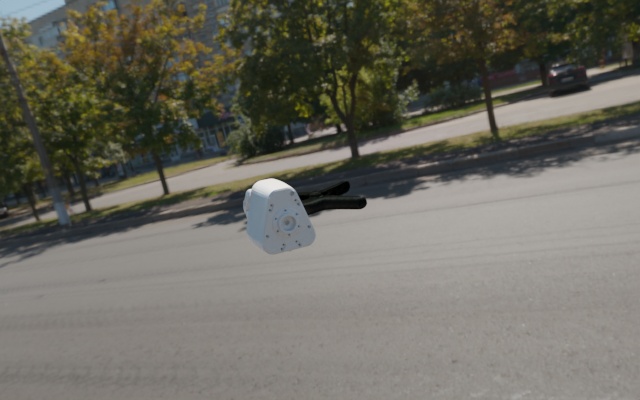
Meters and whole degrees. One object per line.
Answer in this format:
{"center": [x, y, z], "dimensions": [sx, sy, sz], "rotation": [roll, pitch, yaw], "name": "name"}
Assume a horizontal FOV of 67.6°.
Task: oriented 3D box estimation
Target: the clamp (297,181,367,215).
{"center": [0.000, 0.002, 0.898], "dimensions": [0.171, 0.039, 0.120], "rotation": [-16, 17, -18], "name": "clamp"}
